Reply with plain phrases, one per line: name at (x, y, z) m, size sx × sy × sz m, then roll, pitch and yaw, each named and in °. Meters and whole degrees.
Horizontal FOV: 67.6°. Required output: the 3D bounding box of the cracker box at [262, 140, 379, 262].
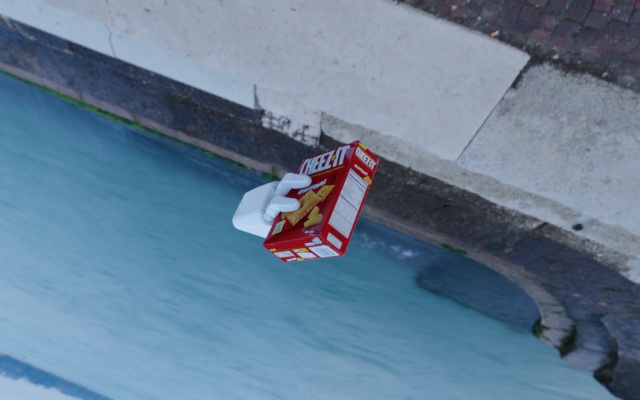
cracker box at (0.000, 0.003, 0.887) m, size 0.164 × 0.213 × 0.072 m, roll -14°, pitch -45°, yaw 47°
